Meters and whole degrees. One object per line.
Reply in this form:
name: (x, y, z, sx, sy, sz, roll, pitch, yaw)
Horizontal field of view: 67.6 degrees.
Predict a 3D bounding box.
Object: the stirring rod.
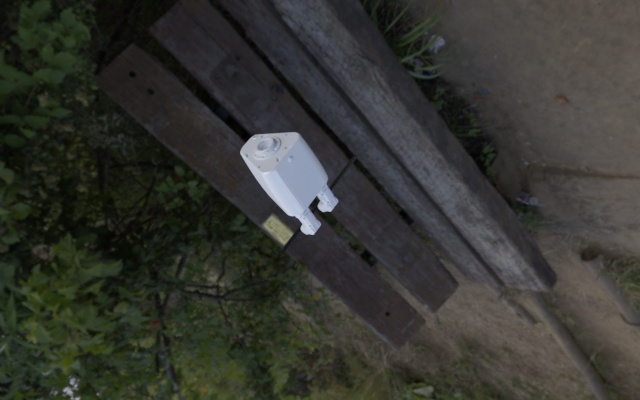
stirring rod: (0.000, 0.003, 0.896, 0.011, 0.239, 0.011, 32, -20, 14)
